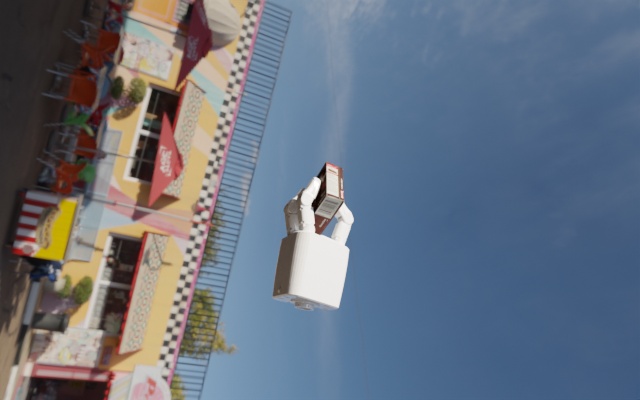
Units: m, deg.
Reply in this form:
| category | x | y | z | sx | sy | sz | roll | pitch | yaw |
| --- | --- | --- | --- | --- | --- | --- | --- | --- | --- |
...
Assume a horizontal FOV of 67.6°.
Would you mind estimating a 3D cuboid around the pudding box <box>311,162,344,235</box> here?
| category | x | y | z | sx | sy | sz | roll | pitch | yaw |
| --- | --- | --- | --- | --- | --- | --- | --- | --- | --- |
| pudding box | 0.000 | 0.003 | 0.842 | 0.039 | 0.090 | 0.113 | 21 | -51 | -19 |
